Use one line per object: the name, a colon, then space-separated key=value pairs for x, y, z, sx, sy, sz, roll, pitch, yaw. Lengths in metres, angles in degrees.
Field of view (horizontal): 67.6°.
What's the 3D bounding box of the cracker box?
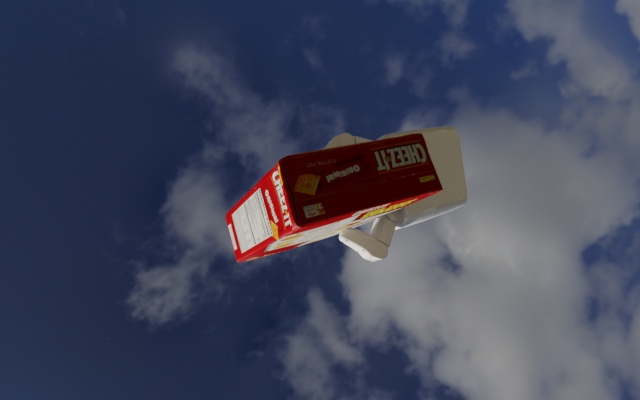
cracker box: x=0.000 y=0.002 z=0.531 sx=0.164 sy=0.072 sz=0.214 roll=-14 pitch=-9 yaw=-27
